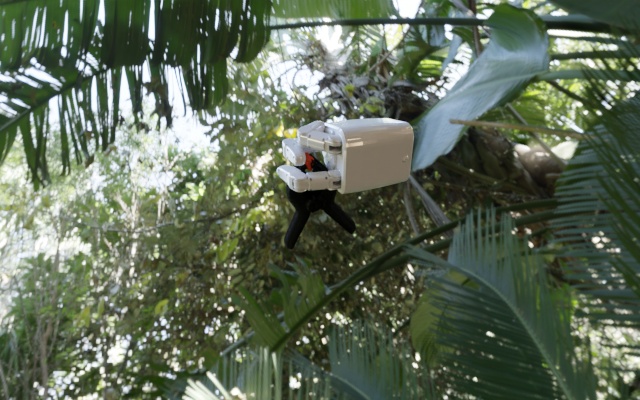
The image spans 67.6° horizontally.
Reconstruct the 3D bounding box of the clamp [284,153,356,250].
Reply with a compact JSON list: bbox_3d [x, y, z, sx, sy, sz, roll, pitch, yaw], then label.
[{"bbox_3d":[0.000,0.002,0.751,0.120,0.172,0.039,-10,39,-15],"label":"clamp"}]
